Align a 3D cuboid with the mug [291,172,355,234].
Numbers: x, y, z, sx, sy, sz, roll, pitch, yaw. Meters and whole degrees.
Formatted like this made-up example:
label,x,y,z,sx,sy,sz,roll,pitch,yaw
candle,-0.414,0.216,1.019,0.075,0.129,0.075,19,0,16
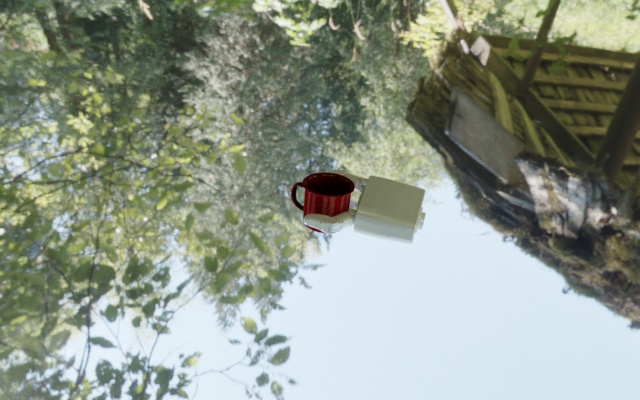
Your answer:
label,x,y,z,sx,sy,sz,roll,pitch,yaw
mug,-0.001,0.003,0.860,0.117,0.081,0.093,15,31,16
